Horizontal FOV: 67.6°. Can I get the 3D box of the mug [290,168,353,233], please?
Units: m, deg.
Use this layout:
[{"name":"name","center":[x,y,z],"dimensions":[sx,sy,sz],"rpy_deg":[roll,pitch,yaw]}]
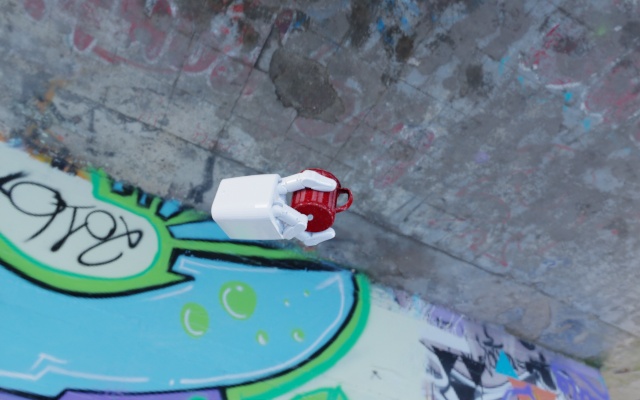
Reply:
[{"name":"mug","center":[0.002,0.003,0.856],"dimensions":[0.117,0.081,0.093],"rpy_deg":[-3,-45,12]}]
